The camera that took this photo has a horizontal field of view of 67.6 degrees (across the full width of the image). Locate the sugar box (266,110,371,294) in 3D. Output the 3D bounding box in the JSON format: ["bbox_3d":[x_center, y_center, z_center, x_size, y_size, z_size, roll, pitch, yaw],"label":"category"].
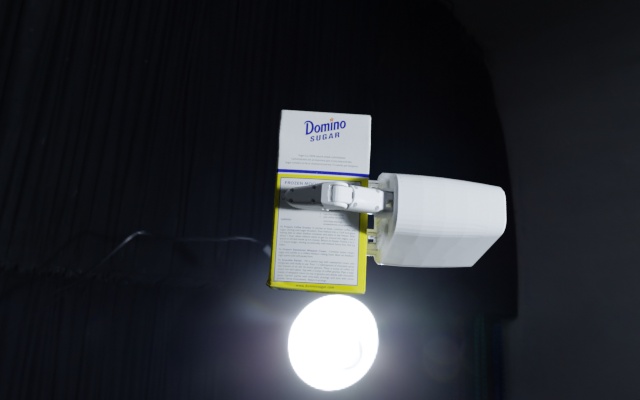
[{"bbox_3d":[0.000,0.002,0.475,0.093,0.176,0.048,4,-14,-1],"label":"sugar box"}]
